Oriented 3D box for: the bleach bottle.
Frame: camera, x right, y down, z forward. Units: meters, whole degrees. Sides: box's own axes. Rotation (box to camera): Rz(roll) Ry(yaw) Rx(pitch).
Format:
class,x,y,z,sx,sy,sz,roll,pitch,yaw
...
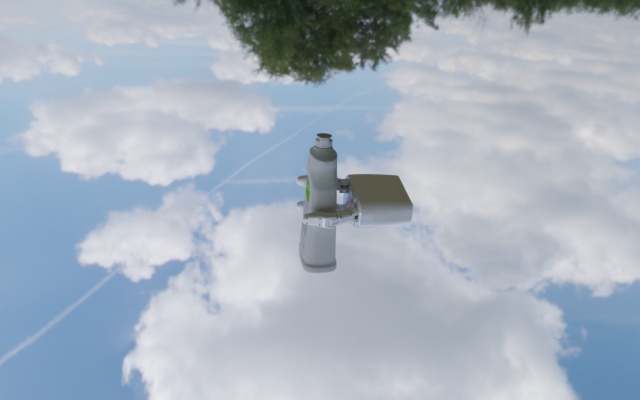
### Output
class,x,y,z,sx,sy,sz,roll,pitch,yaw
bleach bottle,0.000,0.003,0.882,0.068,0.251,0.102,-2,25,-12
